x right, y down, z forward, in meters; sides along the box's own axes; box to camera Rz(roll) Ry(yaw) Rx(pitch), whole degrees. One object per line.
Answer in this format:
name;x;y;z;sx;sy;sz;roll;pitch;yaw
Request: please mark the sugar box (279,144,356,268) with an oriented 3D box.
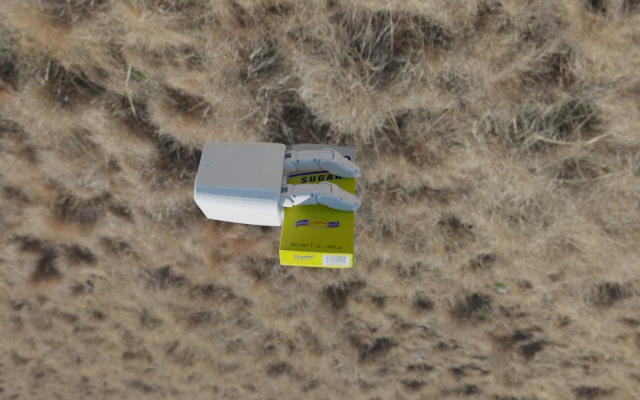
sugar box;0.000;0.002;0.638;0.093;0.176;0.048;3;-33;0
